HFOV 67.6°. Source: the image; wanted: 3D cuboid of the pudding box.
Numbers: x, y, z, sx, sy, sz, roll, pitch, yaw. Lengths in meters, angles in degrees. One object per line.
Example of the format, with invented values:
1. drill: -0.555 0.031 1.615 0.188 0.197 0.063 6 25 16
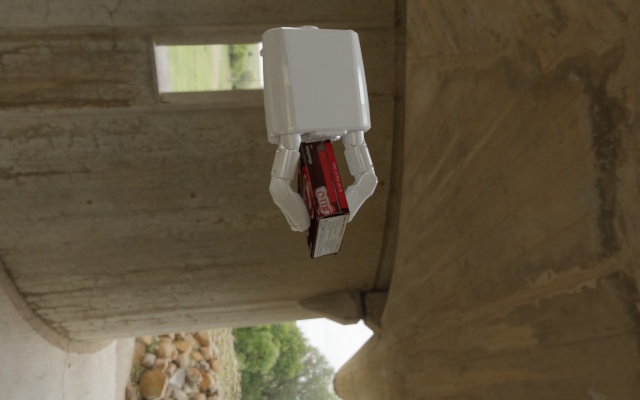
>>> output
1. pudding box: 0.000 0.002 0.520 0.039 0.090 0.114 -9 -27 -7
